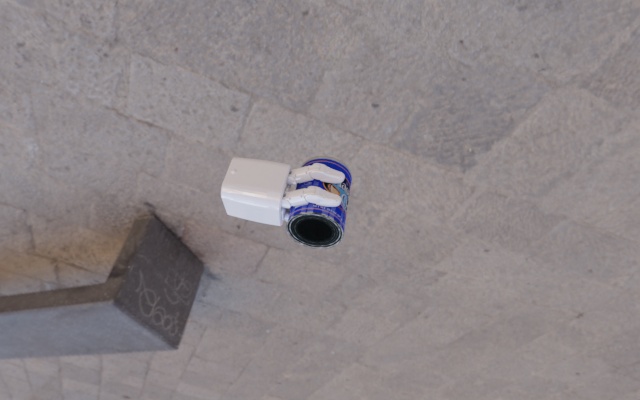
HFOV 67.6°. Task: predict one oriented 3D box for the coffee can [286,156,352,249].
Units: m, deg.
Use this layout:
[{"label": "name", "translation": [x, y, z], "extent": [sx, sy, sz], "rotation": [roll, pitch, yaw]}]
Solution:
[{"label": "coffee can", "translation": [0.000, 0.003, 0.877], "extent": [0.103, 0.140, 0.103], "rotation": [6, -41, 6]}]
